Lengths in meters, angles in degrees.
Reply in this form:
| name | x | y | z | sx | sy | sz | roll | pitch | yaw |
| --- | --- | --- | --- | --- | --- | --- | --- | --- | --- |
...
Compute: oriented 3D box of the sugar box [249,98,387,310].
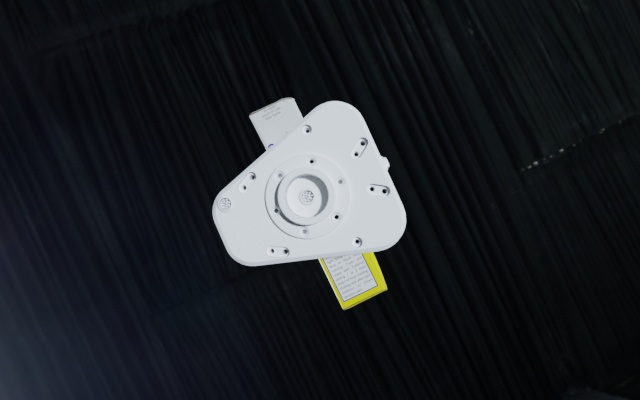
| name | x | y | z | sx | sy | sz | roll | pitch | yaw |
| --- | --- | --- | --- | --- | --- | --- | --- | --- | --- |
| sugar box | 0.001 | 0.001 | 0.425 | 0.048 | 0.176 | 0.093 | -24 | -2 | 2 |
